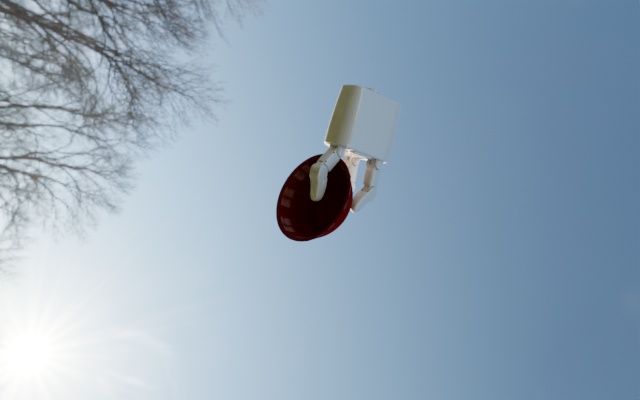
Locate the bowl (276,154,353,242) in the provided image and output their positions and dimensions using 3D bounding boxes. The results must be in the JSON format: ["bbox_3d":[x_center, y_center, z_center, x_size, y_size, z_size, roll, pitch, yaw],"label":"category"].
[{"bbox_3d":[0.000,0.004,0.822,0.162,0.162,0.055,0,-23,42],"label":"bowl"}]
